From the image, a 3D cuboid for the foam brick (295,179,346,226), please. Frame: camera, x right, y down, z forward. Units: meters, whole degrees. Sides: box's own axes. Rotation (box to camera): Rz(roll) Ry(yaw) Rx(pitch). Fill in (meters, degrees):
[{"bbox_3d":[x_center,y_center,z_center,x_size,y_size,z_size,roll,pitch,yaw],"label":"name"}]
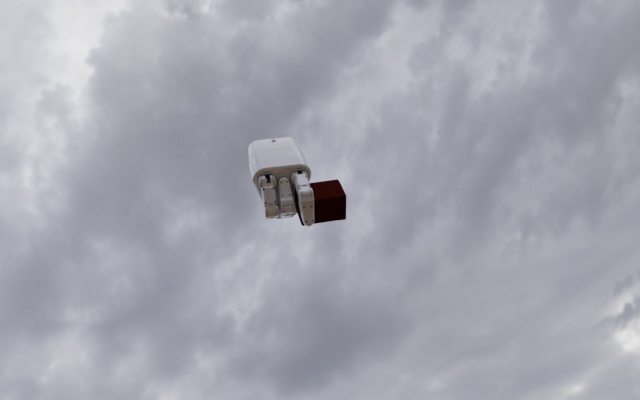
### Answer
[{"bbox_3d":[0.000,0.003,0.804,0.078,0.053,0.051,-7,37,-11],"label":"foam brick"}]
